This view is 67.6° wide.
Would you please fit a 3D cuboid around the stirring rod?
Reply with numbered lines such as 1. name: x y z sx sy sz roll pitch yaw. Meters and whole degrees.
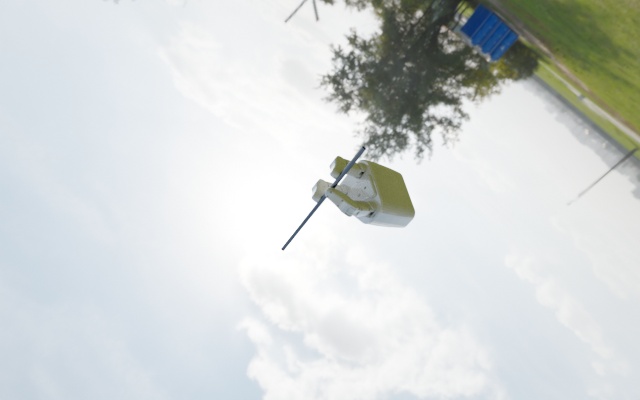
1. stirring rod: 0.000 0.003 0.794 0.011 0.240 0.011 30 27 -17
